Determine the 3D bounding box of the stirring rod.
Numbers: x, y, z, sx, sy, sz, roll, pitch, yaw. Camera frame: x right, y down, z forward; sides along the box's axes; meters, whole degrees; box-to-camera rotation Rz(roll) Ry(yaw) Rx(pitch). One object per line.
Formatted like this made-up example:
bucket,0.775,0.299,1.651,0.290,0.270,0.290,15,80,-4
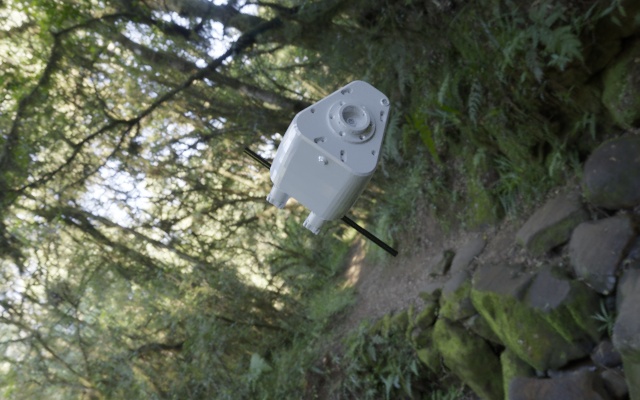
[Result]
stirring rod,0.000,0.002,0.623,0.239,0.011,0.011,35,0,1
